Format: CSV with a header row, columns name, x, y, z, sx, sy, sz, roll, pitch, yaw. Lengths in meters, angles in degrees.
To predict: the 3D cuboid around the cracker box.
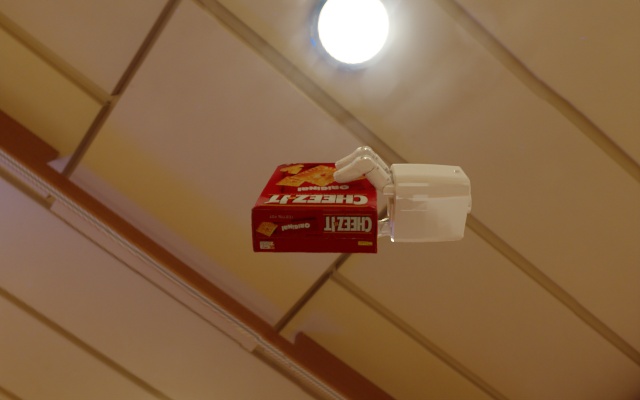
name,x,y,z,sx,sy,sz,roll,pitch,yaw
cracker box,0.000,0.002,0.706,0.164,0.072,0.213,0,19,5
